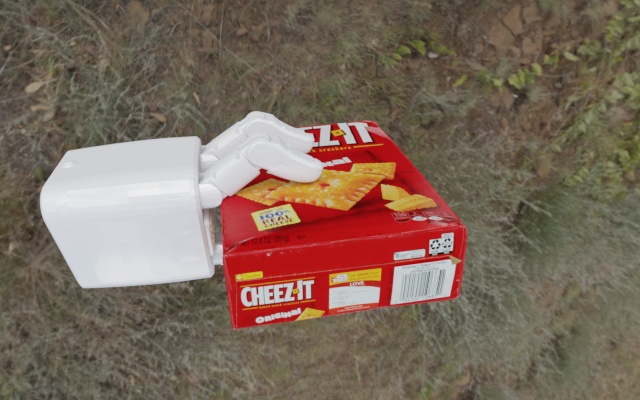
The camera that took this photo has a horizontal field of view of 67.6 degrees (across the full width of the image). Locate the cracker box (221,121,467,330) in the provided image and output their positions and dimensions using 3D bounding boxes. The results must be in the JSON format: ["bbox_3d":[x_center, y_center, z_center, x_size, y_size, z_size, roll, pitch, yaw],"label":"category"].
[{"bbox_3d":[0.000,0.002,0.404,0.164,0.072,0.213,-6,30,-9],"label":"cracker box"}]
